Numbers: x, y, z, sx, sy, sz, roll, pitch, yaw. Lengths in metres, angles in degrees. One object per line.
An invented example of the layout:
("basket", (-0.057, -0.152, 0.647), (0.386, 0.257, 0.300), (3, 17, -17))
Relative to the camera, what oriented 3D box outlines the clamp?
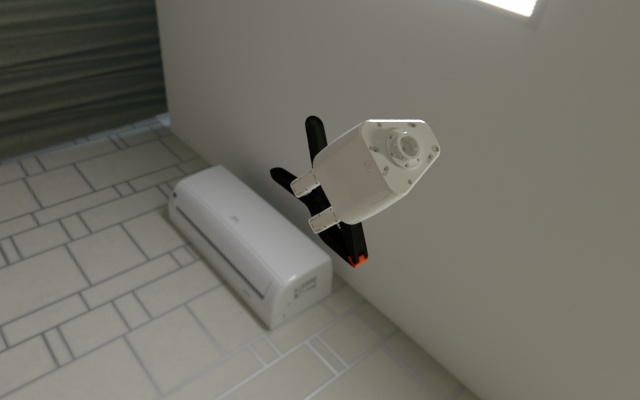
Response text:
("clamp", (0.001, 0.002, 0.693), (0.036, 0.210, 0.164), (-25, -4, -32))
